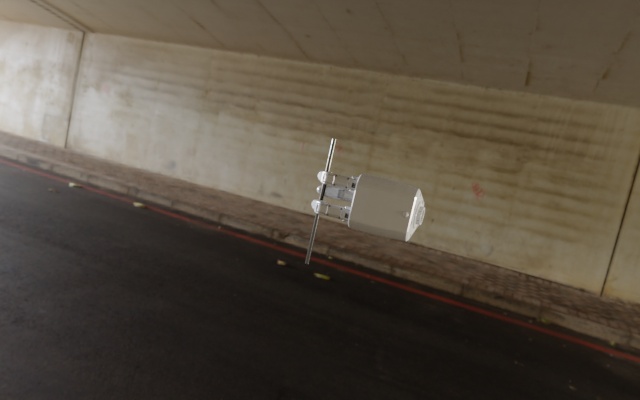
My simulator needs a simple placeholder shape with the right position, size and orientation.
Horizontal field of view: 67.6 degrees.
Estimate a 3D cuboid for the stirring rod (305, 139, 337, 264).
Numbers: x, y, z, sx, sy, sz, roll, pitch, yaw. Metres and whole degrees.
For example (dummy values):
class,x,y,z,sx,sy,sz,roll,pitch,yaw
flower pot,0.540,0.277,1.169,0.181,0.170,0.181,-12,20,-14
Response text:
class,x,y,z,sx,sy,sz,roll,pitch,yaw
stirring rod,0.000,0.003,0.897,0.011,0.239,0.011,12,6,-1
